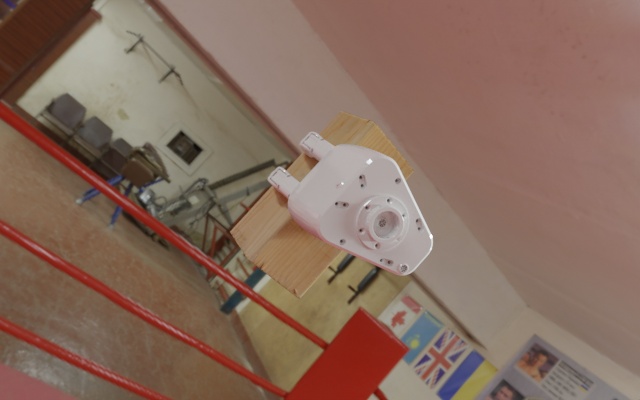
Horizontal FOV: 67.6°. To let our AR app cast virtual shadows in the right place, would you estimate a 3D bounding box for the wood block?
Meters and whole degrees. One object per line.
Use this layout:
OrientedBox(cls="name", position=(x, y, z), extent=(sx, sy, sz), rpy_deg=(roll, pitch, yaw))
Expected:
OrientedBox(cls="wood block", position=(0.001, 0.002, 0.582), extent=(0.091, 0.206, 0.090), rpy_deg=(44, -4, -30))
